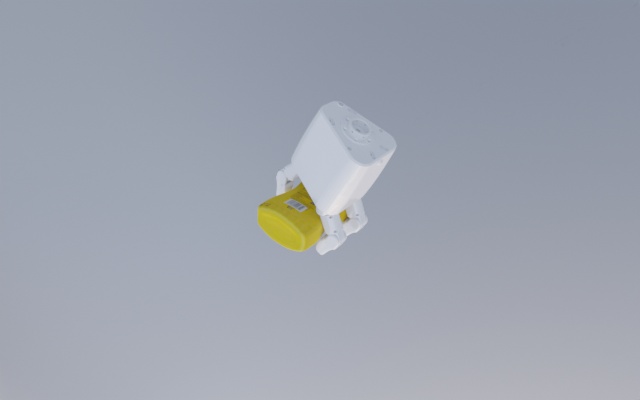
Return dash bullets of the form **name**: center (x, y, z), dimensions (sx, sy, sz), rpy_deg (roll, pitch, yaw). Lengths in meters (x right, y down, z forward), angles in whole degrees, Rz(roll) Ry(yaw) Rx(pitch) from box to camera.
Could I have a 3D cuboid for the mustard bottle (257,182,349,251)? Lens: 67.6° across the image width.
- **mustard bottle**: center (0.000, 0.003, 0.739), dimensions (0.096, 0.058, 0.191), rpy_deg (28, 41, 29)
